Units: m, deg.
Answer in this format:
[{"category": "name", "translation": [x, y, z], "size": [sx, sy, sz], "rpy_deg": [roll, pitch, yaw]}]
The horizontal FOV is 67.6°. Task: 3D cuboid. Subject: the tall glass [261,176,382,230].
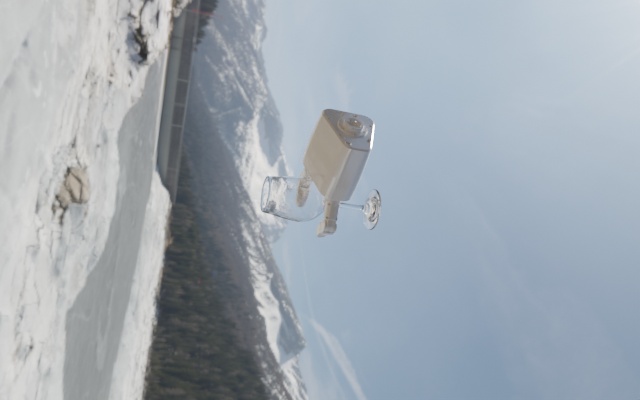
[{"category": "tall glass", "translation": [0.001, 0.003, 0.832], "size": [0.201, 0.079, 0.079], "rpy_deg": [8, -2, -17]}]
